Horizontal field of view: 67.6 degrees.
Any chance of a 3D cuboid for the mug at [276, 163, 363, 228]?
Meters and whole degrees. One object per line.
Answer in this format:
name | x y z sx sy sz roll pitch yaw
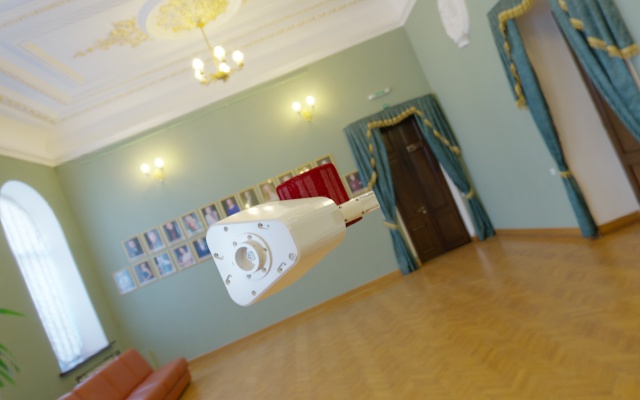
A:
mug | 0.001 0.002 0.617 0.093 0.081 0.117 -24 -1 27
